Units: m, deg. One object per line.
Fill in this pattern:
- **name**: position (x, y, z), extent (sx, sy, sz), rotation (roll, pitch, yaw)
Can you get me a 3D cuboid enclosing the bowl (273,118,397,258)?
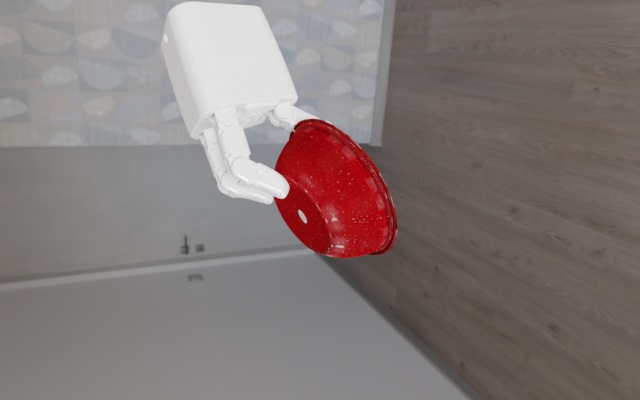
- **bowl**: position (0.001, 0.003, 0.483), extent (0.055, 0.162, 0.162), rotation (-35, 17, -26)
